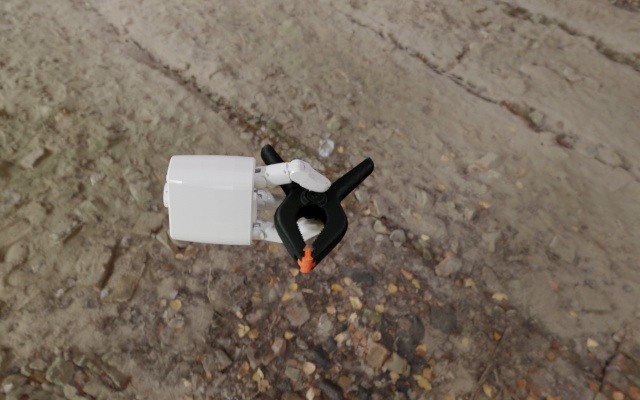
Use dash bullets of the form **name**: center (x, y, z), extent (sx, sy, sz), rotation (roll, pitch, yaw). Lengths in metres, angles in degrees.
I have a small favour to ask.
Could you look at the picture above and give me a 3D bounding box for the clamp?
- **clamp**: center (0.000, 0.002, 0.635), extent (0.164, 0.209, 0.036), rotation (2, -43, -6)
